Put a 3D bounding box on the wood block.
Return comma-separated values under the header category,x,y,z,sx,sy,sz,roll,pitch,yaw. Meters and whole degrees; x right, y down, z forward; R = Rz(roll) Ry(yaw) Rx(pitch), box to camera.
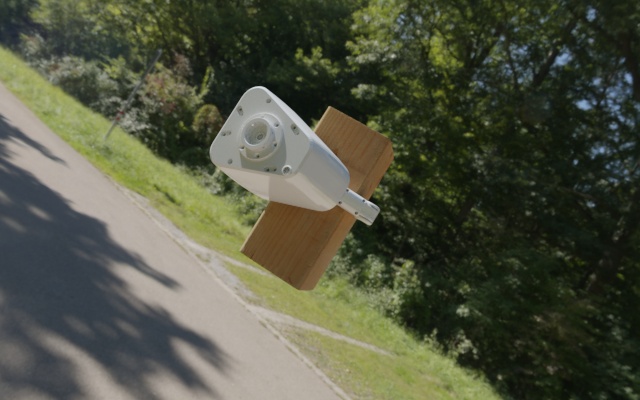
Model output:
category,x,y,z,sx,sy,sz,roll,pitch,yaw
wood block,0.000,0.002,0.603,0.091,0.206,0.090,31,-3,14
